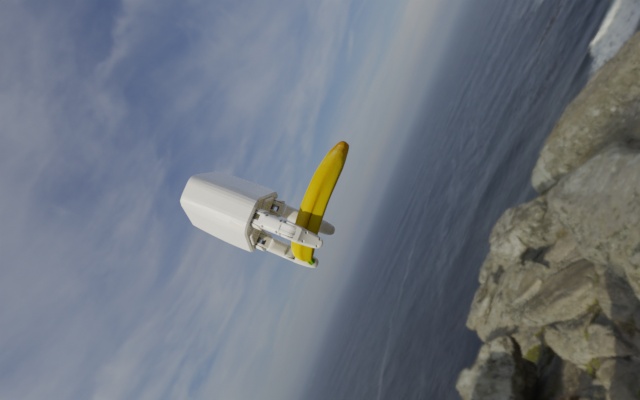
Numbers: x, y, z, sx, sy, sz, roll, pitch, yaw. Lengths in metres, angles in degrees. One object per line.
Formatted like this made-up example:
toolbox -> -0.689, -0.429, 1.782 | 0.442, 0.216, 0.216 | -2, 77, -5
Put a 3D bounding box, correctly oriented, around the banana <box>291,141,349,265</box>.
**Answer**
banana -> -0.006, 0.009, 0.685 | 0.037, 0.198, 0.069 | 21, 16, 11
